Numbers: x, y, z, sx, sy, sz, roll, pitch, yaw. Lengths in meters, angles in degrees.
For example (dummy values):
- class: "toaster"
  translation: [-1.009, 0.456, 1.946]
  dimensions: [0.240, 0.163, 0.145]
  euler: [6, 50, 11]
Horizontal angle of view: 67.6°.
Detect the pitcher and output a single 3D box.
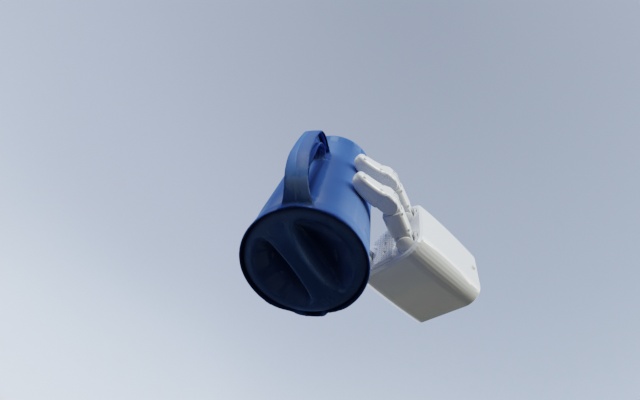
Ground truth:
- class: "pitcher"
  translation: [0.000, 0.002, 0.569]
  dimensions: [0.145, 0.149, 0.242]
  euler: [38, 28, -11]
